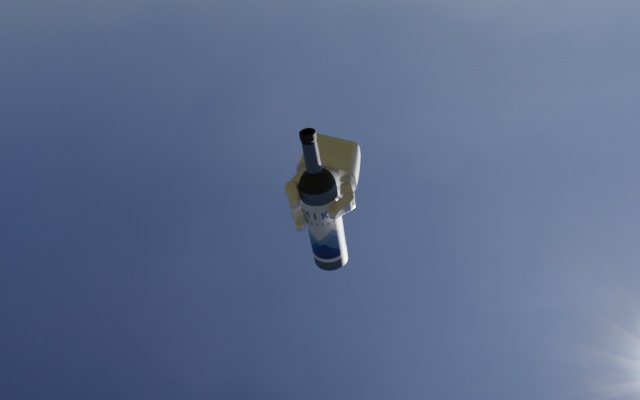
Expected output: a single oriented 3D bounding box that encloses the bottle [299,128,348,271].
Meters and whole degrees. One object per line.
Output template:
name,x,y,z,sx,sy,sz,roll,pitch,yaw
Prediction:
bottle,0.000,0.003,0.857,0.069,0.296,0.069,-6,39,5
